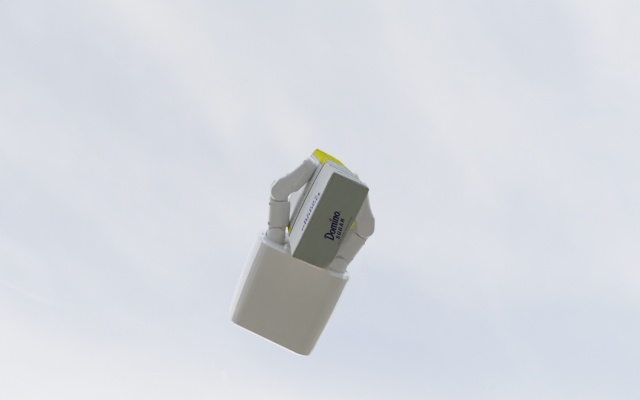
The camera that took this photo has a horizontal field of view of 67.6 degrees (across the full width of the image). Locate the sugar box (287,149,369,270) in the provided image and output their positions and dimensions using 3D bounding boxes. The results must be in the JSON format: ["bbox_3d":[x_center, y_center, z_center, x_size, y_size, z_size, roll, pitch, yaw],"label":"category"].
[{"bbox_3d":[0.000,0.002,0.528,0.048,0.093,0.176,24,10,-14],"label":"sugar box"}]
